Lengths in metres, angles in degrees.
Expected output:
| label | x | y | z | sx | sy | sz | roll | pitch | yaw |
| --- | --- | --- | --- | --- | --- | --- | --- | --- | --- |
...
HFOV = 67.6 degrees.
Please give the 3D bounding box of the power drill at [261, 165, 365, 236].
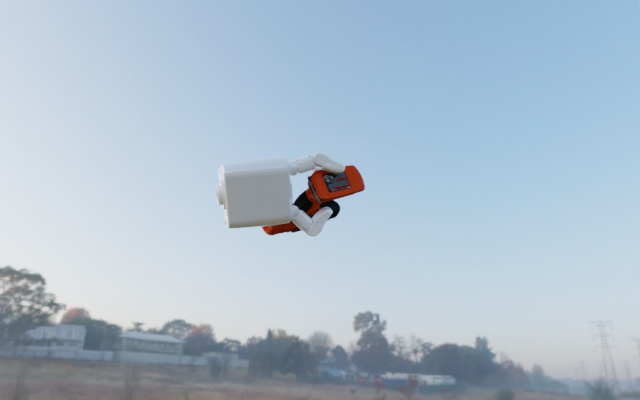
| label | x | y | z | sx | sy | sz | roll | pitch | yaw |
| --- | --- | --- | --- | --- | --- | --- | --- | --- | --- |
| power drill | 0.000 | 0.003 | 0.897 | 0.184 | 0.057 | 0.188 | -15 | -17 | -38 |
